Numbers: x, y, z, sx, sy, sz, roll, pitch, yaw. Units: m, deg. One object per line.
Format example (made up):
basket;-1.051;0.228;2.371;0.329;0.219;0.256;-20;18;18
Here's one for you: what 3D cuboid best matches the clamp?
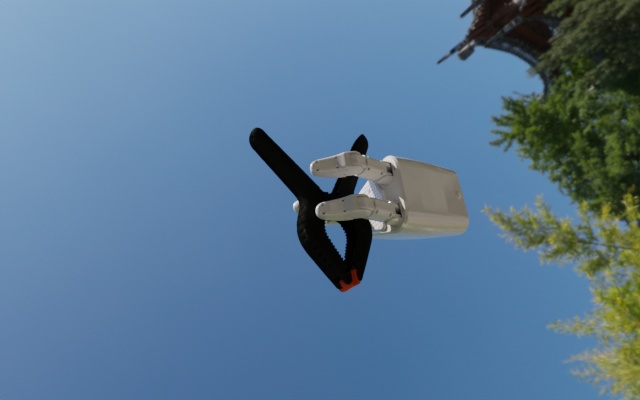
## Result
clamp;0.000;0.003;0.562;0.164;0.210;0.036;5;-28;-26
